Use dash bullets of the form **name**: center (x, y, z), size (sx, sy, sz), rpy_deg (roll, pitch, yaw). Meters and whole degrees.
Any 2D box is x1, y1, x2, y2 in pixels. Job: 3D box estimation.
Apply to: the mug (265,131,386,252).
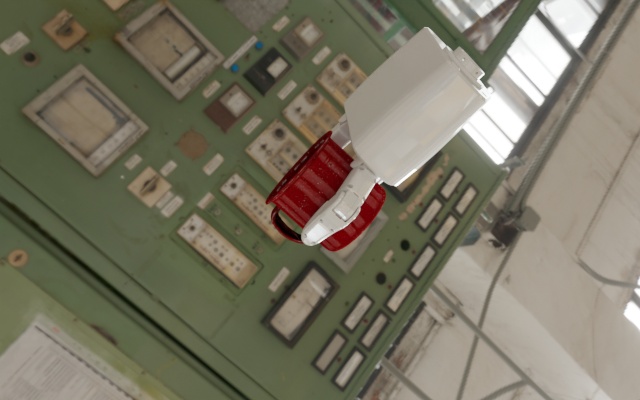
- **mug**: center (-0.001, 0.003, 0.464), size (0.117, 0.081, 0.093), rpy_deg (-43, 11, 28)
